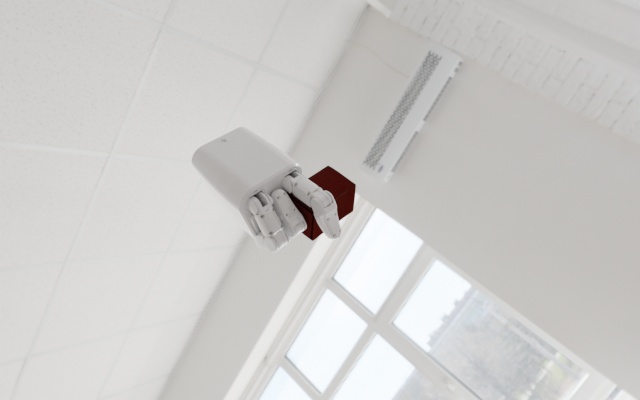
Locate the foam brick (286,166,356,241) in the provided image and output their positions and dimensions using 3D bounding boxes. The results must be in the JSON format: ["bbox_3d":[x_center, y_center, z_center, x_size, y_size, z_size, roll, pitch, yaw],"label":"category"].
[{"bbox_3d":[0.000,0.002,0.610,0.078,0.053,0.051,-34,57,-31],"label":"foam brick"}]
